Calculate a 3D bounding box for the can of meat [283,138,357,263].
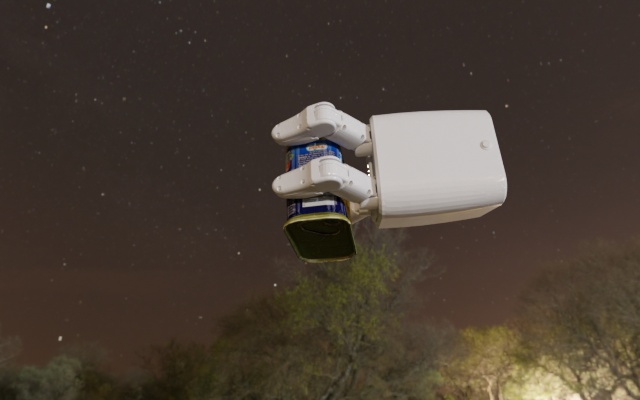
[{"bbox_3d":[0.000,0.001,0.448,0.057,0.084,0.102,-6,-27,7],"label":"can of meat"}]
